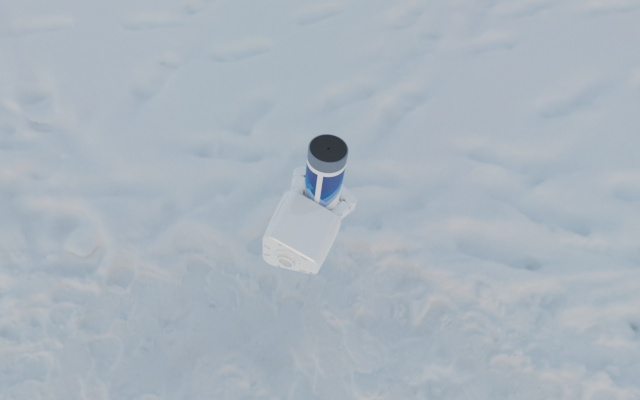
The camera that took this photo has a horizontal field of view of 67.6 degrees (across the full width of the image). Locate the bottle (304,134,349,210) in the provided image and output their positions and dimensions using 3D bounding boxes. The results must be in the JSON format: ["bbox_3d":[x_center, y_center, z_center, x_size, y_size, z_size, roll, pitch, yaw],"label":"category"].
[{"bbox_3d":[0.000,0.003,0.897,0.069,0.069,0.296,0,-37,-6],"label":"bottle"}]
